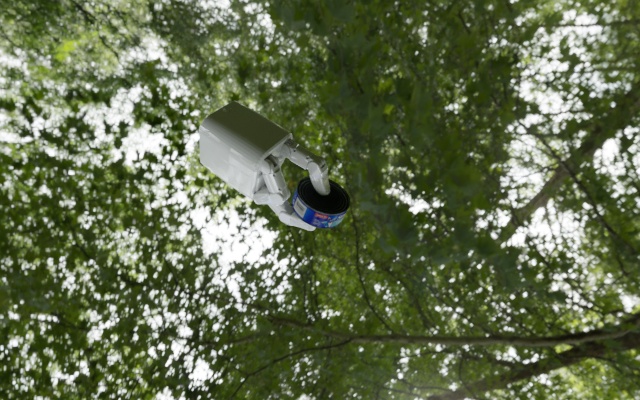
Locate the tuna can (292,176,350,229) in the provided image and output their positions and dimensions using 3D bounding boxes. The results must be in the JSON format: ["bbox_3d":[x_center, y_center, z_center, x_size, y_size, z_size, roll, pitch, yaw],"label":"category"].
[{"bbox_3d":[0.000,0.003,0.732,0.086,0.034,0.086,14,39,-12],"label":"tuna can"}]
